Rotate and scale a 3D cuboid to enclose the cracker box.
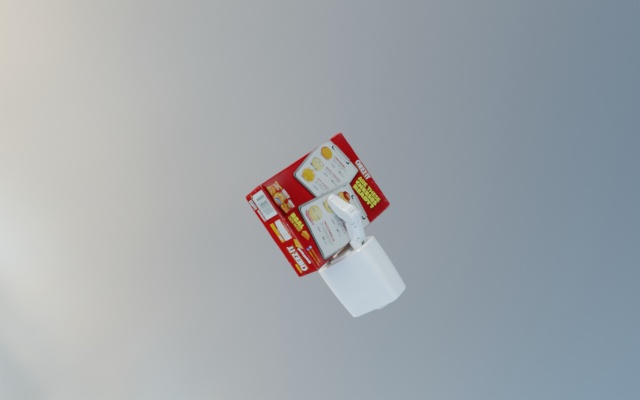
[{"bbox_3d":[0.000,0.003,0.825,0.213,0.164,0.072,-38,5,-39],"label":"cracker box"}]
